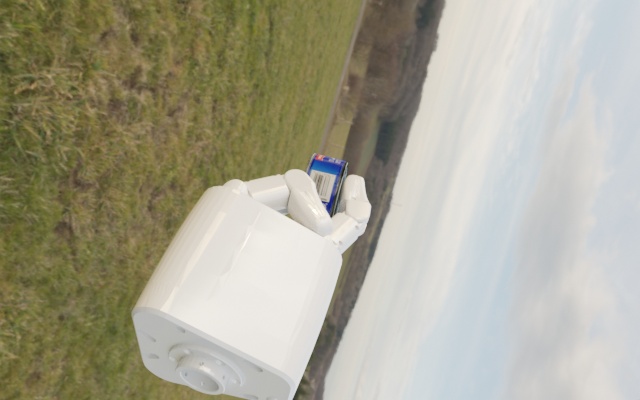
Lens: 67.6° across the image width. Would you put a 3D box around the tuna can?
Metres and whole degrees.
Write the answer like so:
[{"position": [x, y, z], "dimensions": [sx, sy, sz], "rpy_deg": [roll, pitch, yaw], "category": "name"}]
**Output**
[{"position": [0.001, 0.002, 0.440], "dimensions": [0.034, 0.086, 0.086], "rpy_deg": [13, 1, 5], "category": "tuna can"}]
